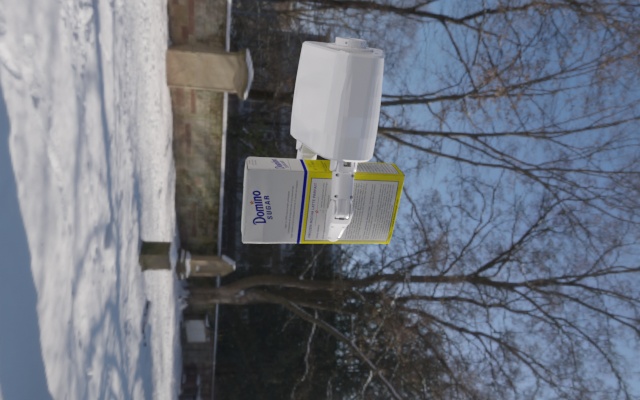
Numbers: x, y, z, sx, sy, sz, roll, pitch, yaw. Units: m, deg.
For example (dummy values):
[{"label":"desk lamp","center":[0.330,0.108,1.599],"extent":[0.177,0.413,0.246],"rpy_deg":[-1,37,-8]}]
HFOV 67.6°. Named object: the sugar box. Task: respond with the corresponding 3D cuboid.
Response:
[{"label":"sugar box","center":[0.000,0.001,0.548],"extent":[0.176,0.093,0.048],"rpy_deg":[3,25,-10]}]
